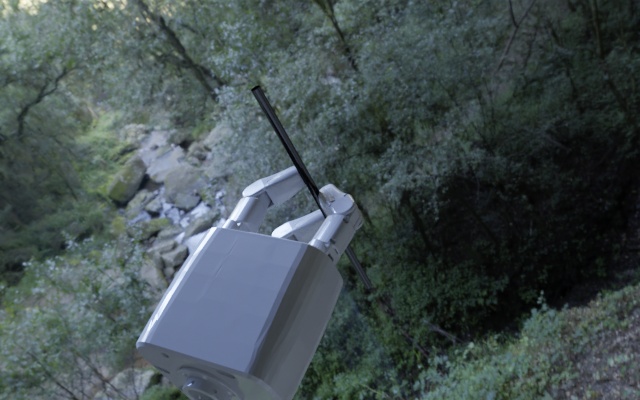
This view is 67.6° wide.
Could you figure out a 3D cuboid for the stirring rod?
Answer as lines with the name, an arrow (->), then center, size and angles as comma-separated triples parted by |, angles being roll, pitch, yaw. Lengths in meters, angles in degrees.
stirring rod -> 0.000, 0.002, 0.432 | 0.011, 0.240, 0.011 | -20, 34, 14
